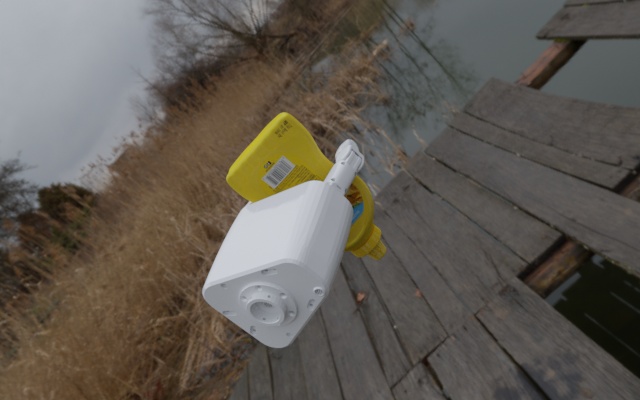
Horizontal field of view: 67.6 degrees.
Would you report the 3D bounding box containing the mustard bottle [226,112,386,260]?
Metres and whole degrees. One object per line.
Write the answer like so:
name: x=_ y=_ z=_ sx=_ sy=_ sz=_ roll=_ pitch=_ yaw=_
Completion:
mustard bottle: x=0.000 y=0.001 z=0.518 sx=0.192 sy=0.096 sz=0.058 roll=41 pitch=11 yaw=-16
